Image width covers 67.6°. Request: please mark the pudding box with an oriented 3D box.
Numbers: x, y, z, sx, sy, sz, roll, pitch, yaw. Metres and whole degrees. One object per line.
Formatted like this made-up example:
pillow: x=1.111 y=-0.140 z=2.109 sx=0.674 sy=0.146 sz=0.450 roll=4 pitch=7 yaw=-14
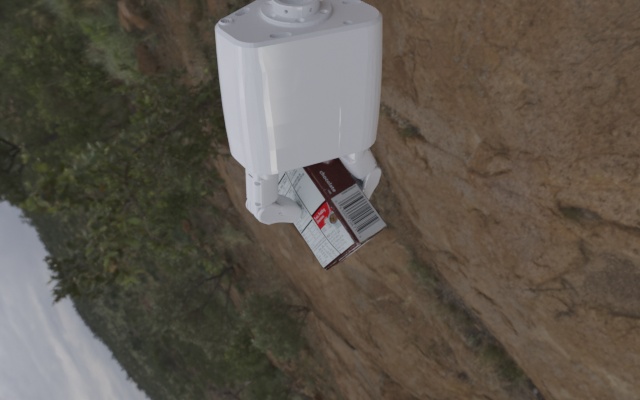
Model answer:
pudding box: x=0.000 y=0.002 z=0.450 sx=0.039 sy=0.113 sz=0.090 roll=-29 pitch=-10 yaw=-27
